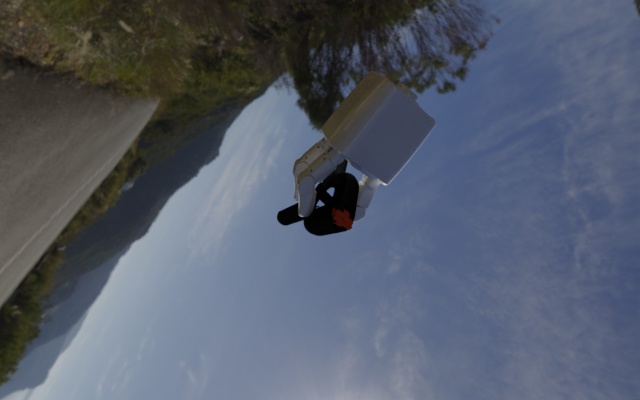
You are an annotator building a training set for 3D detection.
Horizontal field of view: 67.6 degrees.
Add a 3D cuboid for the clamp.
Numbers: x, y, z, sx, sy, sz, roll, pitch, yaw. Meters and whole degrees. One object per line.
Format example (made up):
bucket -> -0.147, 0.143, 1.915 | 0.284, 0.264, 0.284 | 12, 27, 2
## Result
clamp -> 0.001, 0.003, 0.662 | 0.036, 0.164, 0.210 | 36, 13, -19
